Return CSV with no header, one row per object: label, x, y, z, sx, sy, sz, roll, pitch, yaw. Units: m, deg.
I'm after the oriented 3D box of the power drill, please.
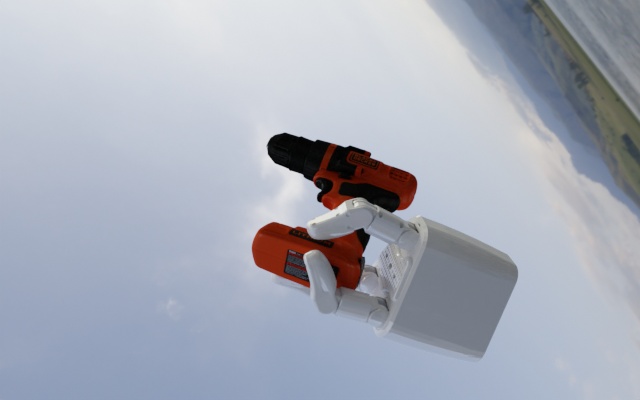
power drill,0.000,0.002,0.509,0.184,0.057,0.187,19,43,10
